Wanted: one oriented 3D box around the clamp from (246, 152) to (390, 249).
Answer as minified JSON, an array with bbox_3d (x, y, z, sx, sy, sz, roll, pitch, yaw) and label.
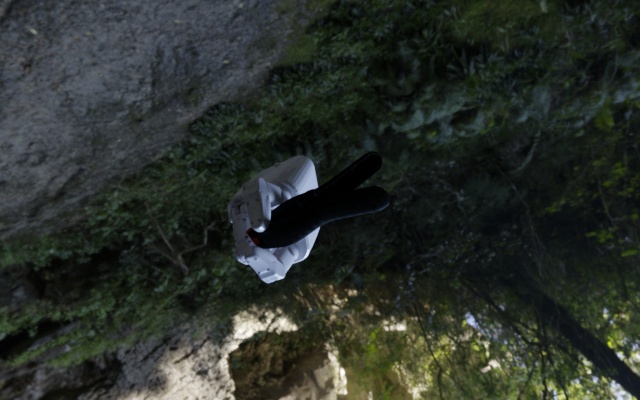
[{"bbox_3d":[0.000,0.002,0.523,0.171,0.039,0.120,-21,16,22],"label":"clamp"}]
